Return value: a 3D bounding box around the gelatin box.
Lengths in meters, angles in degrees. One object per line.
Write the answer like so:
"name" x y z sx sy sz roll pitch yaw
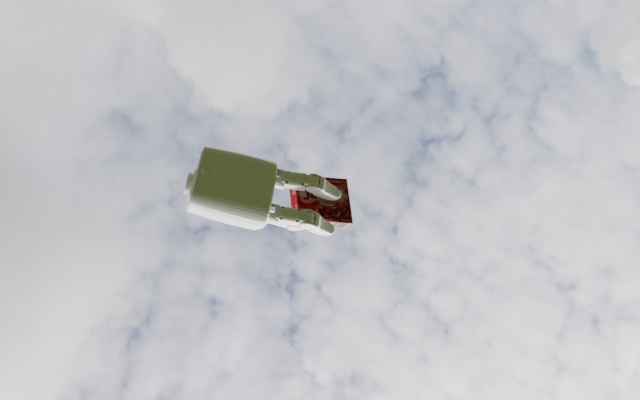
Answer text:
"gelatin box" 0.000 0.003 0.709 0.089 0.073 0.030 4 -24 -25
